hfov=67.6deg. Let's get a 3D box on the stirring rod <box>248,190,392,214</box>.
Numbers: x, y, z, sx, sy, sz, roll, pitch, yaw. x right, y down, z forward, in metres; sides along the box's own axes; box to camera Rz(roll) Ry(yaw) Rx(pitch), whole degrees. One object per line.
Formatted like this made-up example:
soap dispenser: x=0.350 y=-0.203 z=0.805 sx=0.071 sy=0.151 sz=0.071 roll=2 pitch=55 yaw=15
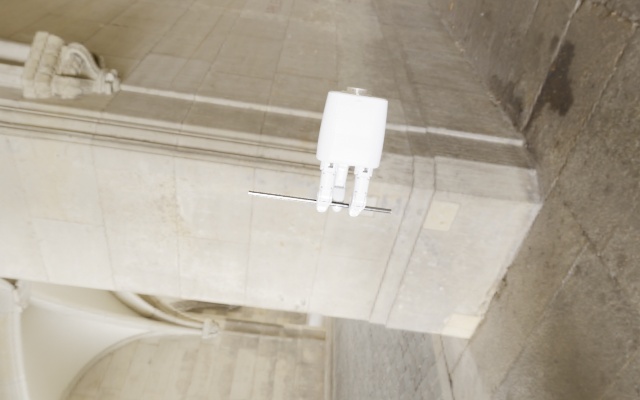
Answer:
stirring rod: x=0.000 y=0.003 z=0.798 sx=0.239 sy=0.011 sz=0.011 roll=8 pitch=-1 yaw=-4
